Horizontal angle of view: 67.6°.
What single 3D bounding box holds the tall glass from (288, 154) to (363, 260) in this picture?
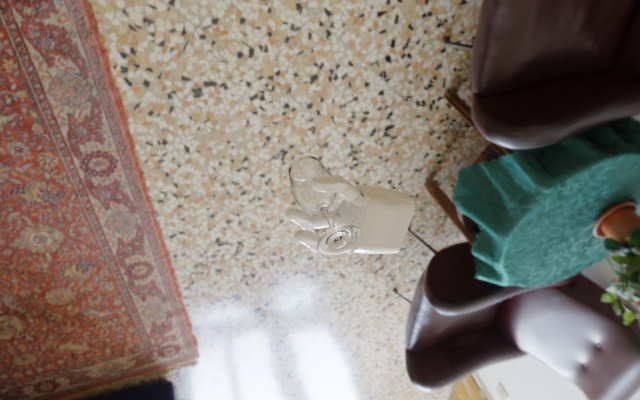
[{"bbox_3d":[0.000,0.003,0.800,0.079,0.079,0.201,0,39,-24],"label":"tall glass"}]
